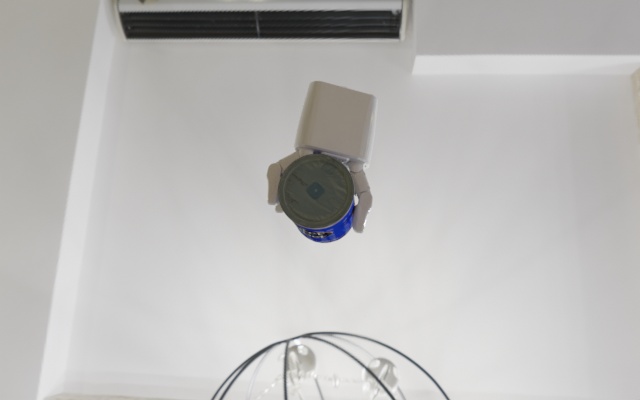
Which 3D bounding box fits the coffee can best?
[{"bbox_3d":[0.000,0.002,0.699,0.103,0.102,0.140,0,-13,5],"label":"coffee can"}]
